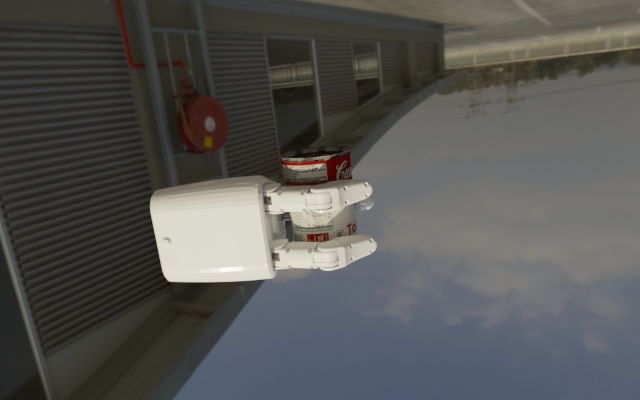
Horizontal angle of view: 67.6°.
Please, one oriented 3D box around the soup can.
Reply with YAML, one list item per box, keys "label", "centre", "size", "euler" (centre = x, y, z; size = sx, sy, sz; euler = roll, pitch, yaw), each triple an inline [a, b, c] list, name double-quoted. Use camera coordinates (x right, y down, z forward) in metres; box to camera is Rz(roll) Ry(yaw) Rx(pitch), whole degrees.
- label: "soup can"
  centre: [0.001, 0.002, 0.473]
  size: [0.068, 0.102, 0.068]
  euler: [-6, 14, 2]
